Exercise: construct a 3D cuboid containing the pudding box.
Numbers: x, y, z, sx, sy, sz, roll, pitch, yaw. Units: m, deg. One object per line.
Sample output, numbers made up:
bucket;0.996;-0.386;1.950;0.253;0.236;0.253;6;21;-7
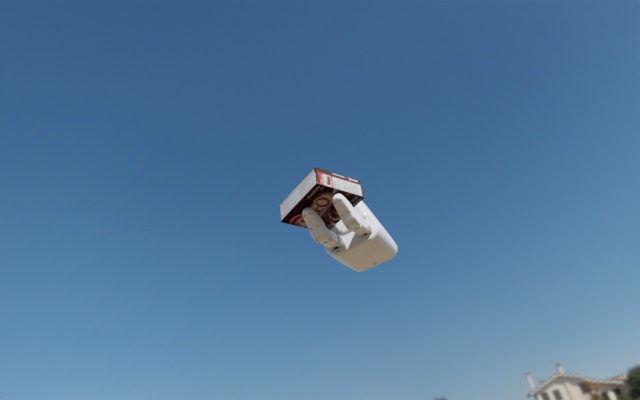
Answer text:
pudding box;0.000;0.002;0.759;0.090;0.039;0.113;14;-44;-31
